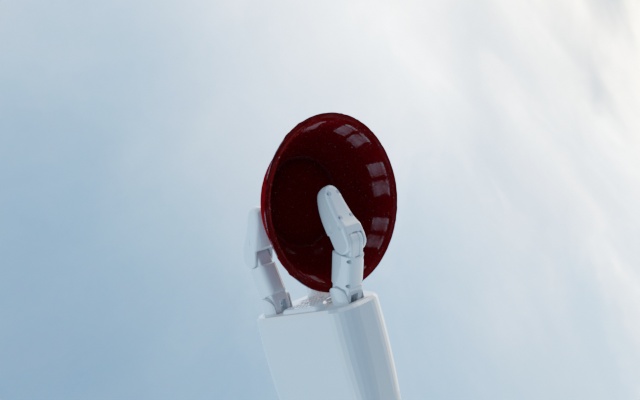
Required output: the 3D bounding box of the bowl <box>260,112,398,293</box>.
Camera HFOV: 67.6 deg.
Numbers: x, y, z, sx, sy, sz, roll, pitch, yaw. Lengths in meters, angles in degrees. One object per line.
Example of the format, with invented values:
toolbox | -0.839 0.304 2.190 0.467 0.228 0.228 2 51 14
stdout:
bowl | 0.000 0.000 0.448 0.162 0.162 0.055 0 1 -41
